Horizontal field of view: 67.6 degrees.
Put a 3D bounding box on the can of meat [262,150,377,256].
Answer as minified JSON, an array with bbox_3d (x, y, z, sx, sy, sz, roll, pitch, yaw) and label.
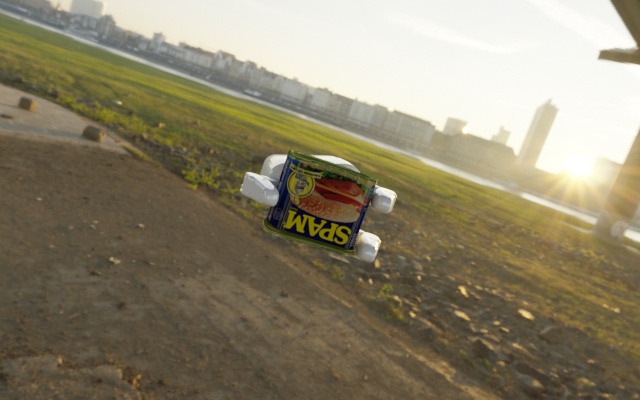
[{"bbox_3d":[0.000,0.001,0.501,0.102,0.084,0.057,17,9,-12],"label":"can of meat"}]
